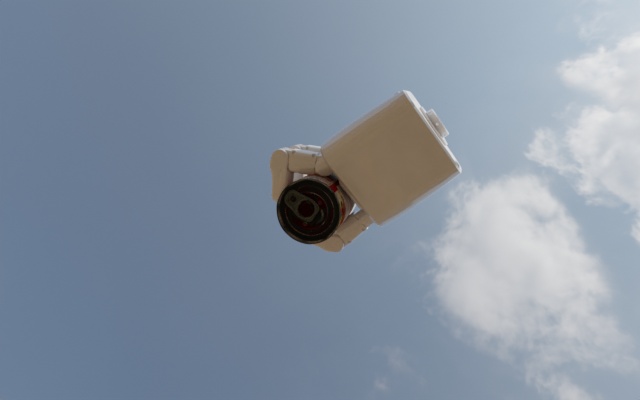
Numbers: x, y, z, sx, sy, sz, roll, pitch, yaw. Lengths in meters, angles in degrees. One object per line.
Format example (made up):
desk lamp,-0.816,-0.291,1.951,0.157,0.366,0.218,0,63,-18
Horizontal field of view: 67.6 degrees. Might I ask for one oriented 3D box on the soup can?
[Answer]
soup can,0.000,0.002,0.528,0.068,0.068,0.102,0,11,15
